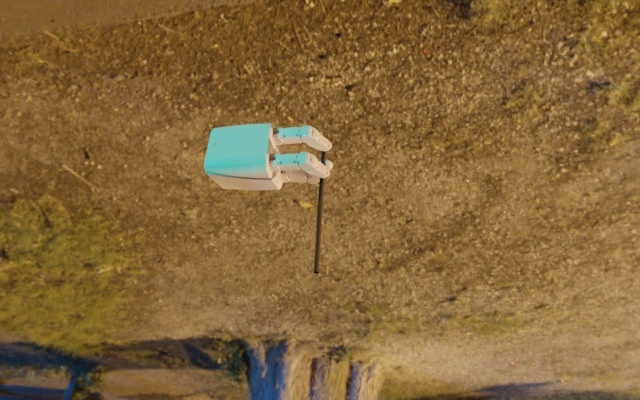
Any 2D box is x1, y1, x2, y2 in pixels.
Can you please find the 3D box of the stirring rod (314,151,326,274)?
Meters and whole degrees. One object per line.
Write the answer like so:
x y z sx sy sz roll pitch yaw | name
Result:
0.000 0.002 0.755 0.011 0.239 0.011 3 -32 2 | stirring rod
